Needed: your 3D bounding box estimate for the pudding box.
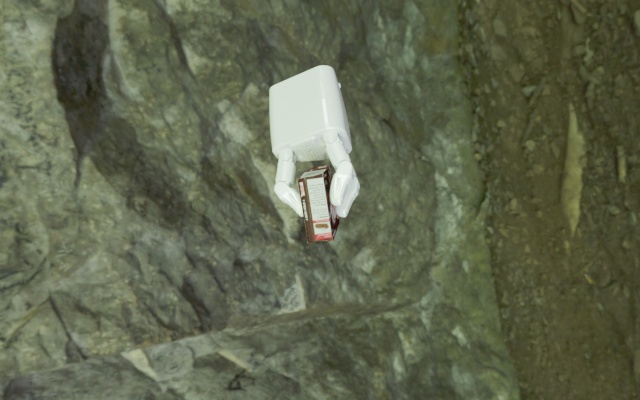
[{"bbox_3d":[0.000,0.002,0.658,0.039,0.090,0.113,-8,9,10],"label":"pudding box"}]
